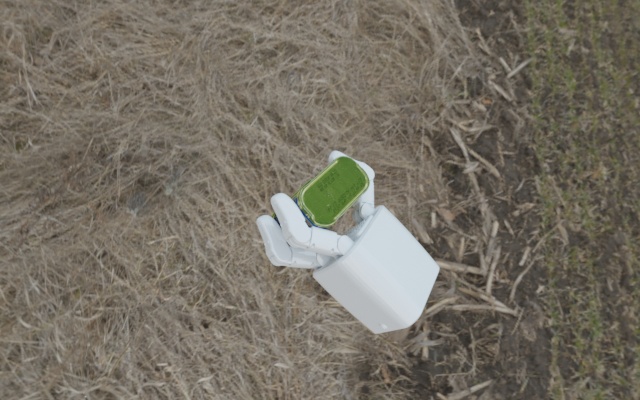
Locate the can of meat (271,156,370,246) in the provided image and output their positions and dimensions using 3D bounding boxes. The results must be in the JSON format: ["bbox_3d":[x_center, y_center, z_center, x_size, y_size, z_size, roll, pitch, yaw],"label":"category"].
[{"bbox_3d":[0.000,0.002,0.558,0.102,0.057,0.084,-44,3,-33],"label":"can of meat"}]
